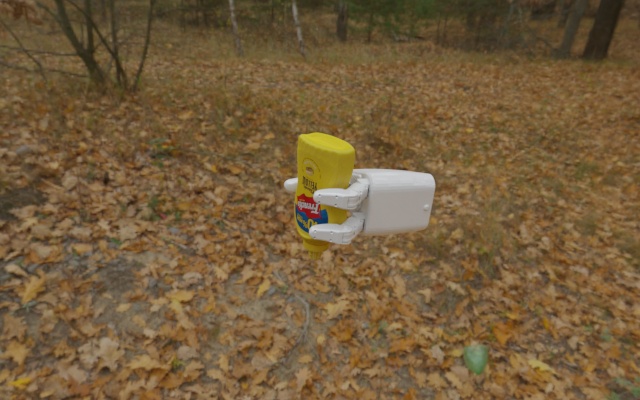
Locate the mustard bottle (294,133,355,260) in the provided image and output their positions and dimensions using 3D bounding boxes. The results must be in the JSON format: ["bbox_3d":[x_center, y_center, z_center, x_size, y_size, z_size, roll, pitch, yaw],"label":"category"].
[{"bbox_3d":[0.000,0.002,0.711,0.058,0.192,0.096,-15,31,-38],"label":"mustard bottle"}]
